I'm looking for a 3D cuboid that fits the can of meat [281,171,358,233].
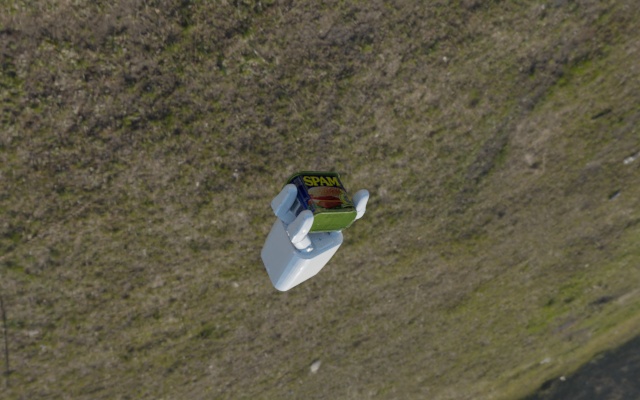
[{"bbox_3d":[0.000,0.003,0.763,0.102,0.084,0.057,-1,-40,-37],"label":"can of meat"}]
